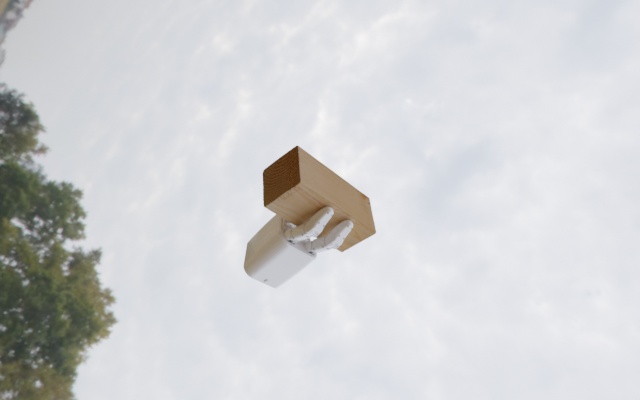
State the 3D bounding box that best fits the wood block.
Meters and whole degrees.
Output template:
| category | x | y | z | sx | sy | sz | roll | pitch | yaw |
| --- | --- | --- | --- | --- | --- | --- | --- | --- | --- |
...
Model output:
| category | x | y | z | sx | sy | sz | roll | pitch | yaw |
| --- | --- | --- | --- | --- | --- | --- | --- | --- | --- |
| wood block | 0.000 | 0.003 | 0.873 | 0.090 | 0.090 | 0.206 | -33 | -46 | 27 |
